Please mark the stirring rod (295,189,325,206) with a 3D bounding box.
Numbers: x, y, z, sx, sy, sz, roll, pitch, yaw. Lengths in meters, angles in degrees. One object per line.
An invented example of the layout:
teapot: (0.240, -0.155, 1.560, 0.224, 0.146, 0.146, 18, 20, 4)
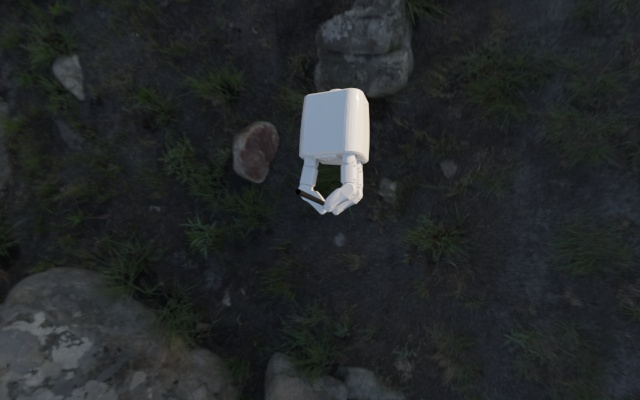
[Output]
stirring rod: (0.000, 0.002, 0.743, 0.011, 0.011, 0.239, 0, -7, 14)
